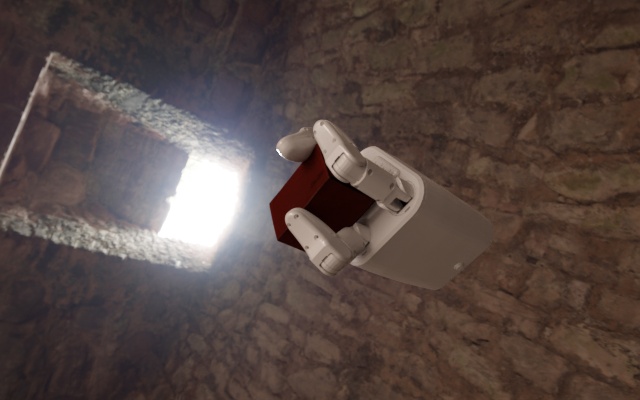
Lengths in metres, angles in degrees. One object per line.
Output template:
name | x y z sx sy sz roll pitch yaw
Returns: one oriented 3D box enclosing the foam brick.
foam brick | 0.000 0.001 0.413 0.051 0.078 0.053 25 30 -30
